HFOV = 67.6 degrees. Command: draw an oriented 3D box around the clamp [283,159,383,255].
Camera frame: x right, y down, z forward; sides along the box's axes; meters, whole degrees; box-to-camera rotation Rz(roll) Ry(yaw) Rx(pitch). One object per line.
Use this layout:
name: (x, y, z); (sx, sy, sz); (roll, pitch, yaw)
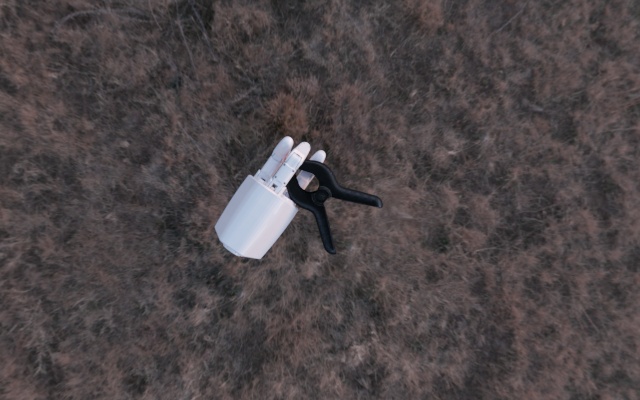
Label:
clamp: (0.000, 0.002, 0.762); (0.171, 0.120, 0.039); (35, 0, -2)
